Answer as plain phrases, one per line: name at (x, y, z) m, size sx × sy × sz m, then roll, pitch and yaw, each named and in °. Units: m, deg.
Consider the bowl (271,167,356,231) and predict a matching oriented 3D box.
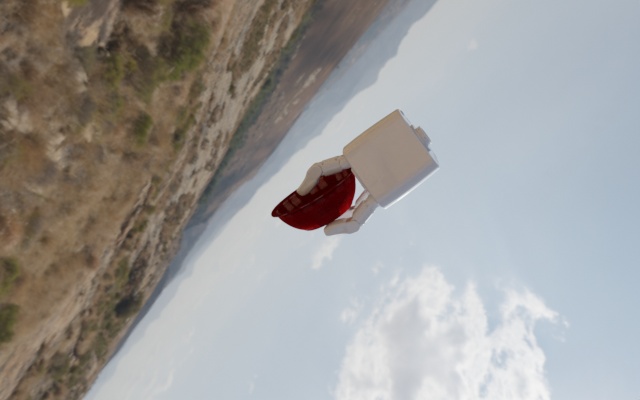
bowl at (-0.001, 0.003, 0.789) m, size 0.162 × 0.055 × 0.162 m, roll -29°, pitch 13°, yaw 7°
